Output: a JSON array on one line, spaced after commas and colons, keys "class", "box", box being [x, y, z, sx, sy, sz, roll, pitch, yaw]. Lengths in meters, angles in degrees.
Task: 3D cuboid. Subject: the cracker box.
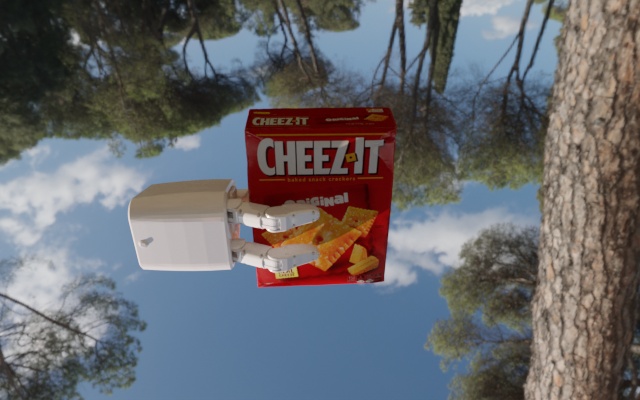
[{"class": "cracker box", "box": [0.000, 0.002, 0.571, 0.164, 0.214, 0.072, -1, 31, -2]}]
